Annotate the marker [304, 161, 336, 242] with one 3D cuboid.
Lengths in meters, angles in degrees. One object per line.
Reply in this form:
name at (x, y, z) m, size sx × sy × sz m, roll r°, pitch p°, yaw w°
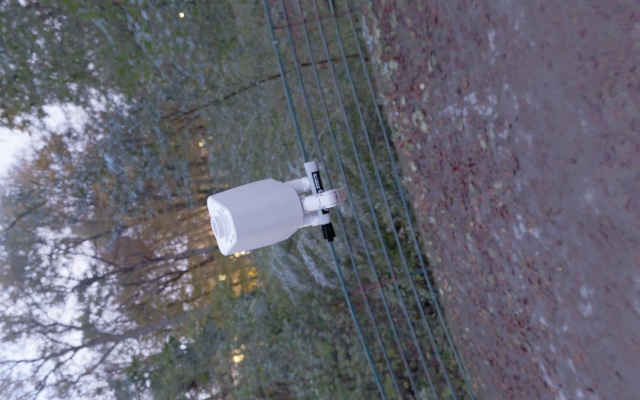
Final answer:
marker at (0.000, 0.002, 0.702) m, size 0.020 × 0.121 × 0.020 m, roll -14°, pitch 3°, yaw 1°
